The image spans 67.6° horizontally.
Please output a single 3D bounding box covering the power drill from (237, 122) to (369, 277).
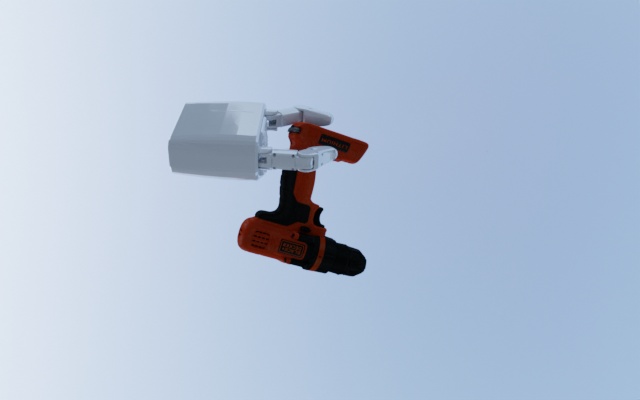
[{"bbox_3d":[0.000,0.002,0.637,0.184,0.187,0.057,17,1,-21],"label":"power drill"}]
